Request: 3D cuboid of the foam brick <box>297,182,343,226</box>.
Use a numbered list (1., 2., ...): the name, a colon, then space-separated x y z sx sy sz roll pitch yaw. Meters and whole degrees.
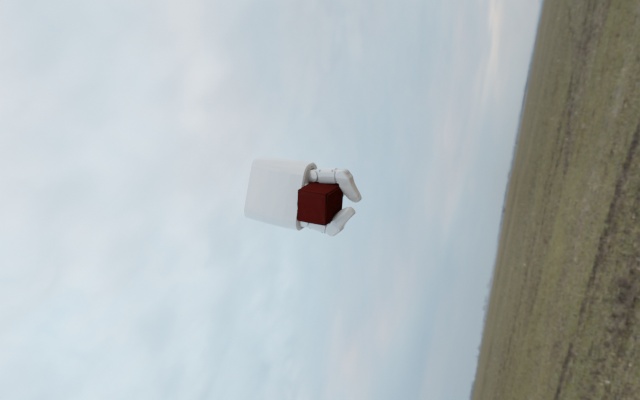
1. foam brick: 0.000 0.003 0.772 0.051 0.053 0.078 10 17 20
